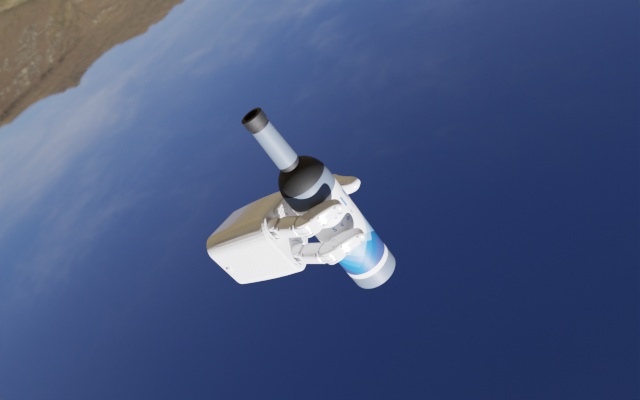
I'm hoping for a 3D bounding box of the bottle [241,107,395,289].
[{"bbox_3d":[0.000,0.002,0.613,0.069,0.069,0.296,0,-42,46],"label":"bottle"}]
